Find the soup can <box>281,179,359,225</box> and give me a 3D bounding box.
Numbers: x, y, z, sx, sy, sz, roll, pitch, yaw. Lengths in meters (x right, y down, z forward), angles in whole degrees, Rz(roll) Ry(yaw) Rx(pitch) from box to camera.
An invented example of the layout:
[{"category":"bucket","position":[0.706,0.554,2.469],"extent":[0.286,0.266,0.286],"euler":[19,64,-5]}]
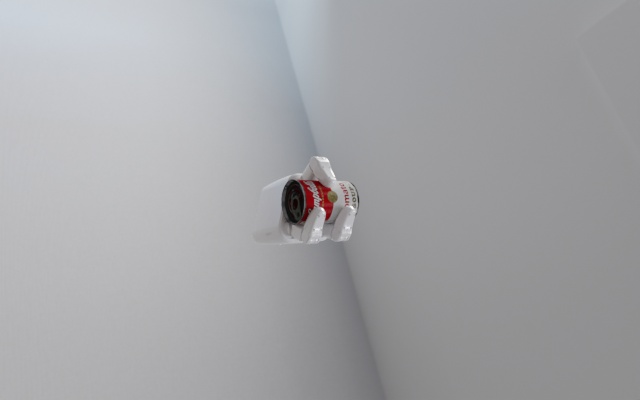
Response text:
[{"category":"soup can","position":[0.001,0.002,0.735],"extent":[0.102,0.068,0.068],"euler":[0,0,-34]}]
